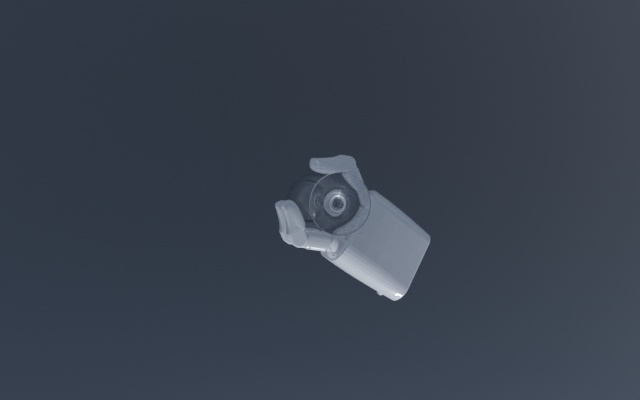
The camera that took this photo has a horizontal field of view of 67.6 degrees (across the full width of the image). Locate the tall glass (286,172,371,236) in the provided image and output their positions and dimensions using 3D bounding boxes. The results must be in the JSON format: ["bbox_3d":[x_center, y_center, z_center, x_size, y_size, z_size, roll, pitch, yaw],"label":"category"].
[{"bbox_3d":[0.000,0.002,0.647,0.079,0.079,0.201,0,1,-14],"label":"tall glass"}]
